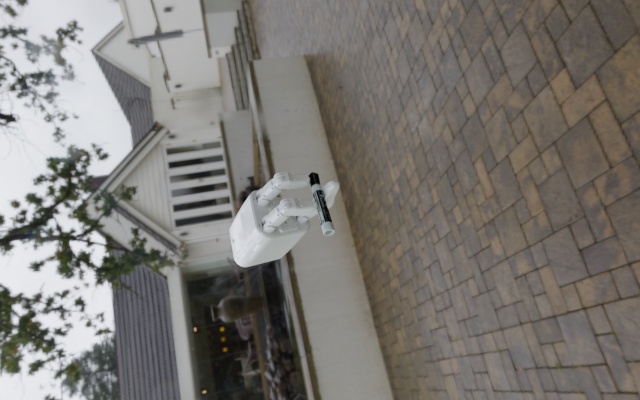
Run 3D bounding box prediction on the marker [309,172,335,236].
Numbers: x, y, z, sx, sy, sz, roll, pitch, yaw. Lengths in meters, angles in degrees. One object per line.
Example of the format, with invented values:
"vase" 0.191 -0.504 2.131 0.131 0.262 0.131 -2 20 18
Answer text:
"marker" 0.000 0.003 0.778 0.020 0.121 0.020 -11 -35 -8
